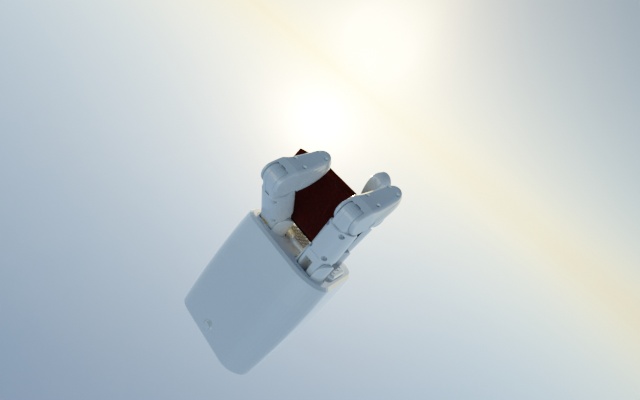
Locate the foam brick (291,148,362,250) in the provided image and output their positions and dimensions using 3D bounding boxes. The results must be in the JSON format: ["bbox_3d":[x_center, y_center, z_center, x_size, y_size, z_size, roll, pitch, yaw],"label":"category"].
[{"bbox_3d":[0.000,0.001,0.421,0.078,0.051,0.053,47,11,29],"label":"foam brick"}]
